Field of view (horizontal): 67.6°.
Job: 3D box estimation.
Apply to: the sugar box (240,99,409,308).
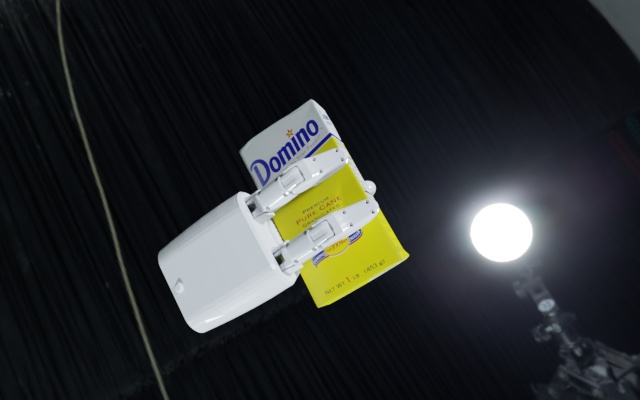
[{"bbox_3d":[0.000,0.002,0.460,0.093,0.176,0.048,-32,-12,13],"label":"sugar box"}]
